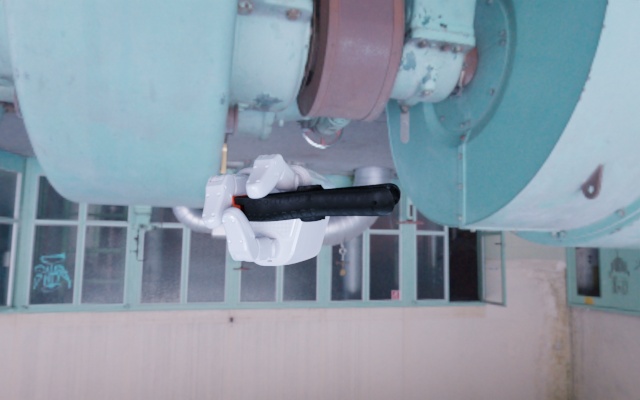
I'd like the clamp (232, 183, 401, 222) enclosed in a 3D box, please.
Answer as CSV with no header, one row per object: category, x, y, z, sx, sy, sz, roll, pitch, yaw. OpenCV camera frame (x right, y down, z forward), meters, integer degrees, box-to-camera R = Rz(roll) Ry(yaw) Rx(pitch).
clamp,0.000,0.002,0.476,0.171,0.039,0.120,-1,-2,21
